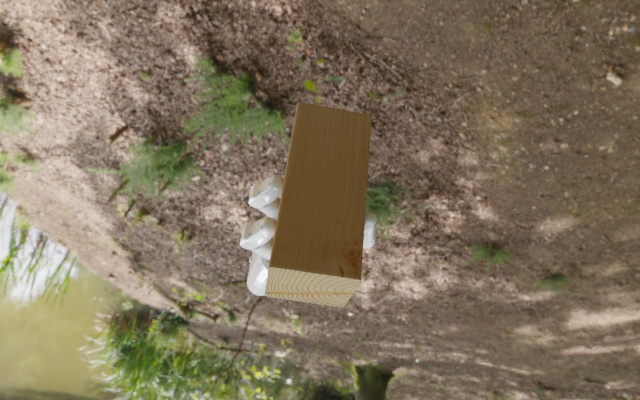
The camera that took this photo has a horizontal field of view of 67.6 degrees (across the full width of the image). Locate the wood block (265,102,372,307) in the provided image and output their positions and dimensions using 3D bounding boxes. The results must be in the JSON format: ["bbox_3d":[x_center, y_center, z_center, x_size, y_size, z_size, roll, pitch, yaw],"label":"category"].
[{"bbox_3d":[0.000,0.002,0.536,0.091,0.206,0.090,9,-30,-4],"label":"wood block"}]
